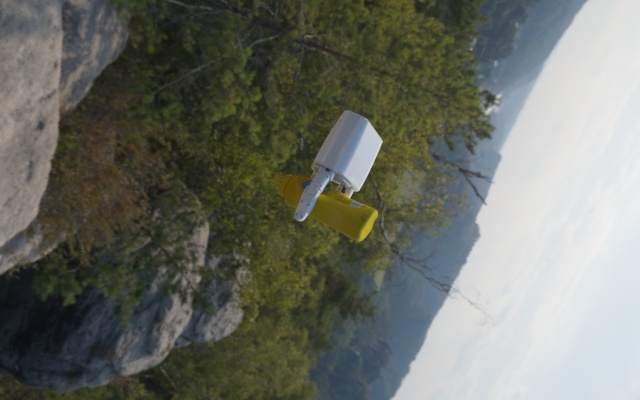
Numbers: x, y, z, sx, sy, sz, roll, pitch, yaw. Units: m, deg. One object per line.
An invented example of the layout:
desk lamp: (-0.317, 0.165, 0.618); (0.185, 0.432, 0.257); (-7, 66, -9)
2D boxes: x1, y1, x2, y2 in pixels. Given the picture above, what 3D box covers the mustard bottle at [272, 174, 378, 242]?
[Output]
mustard bottle: (0.000, 0.003, 0.828); (0.191, 0.058, 0.096); (27, 19, 14)
